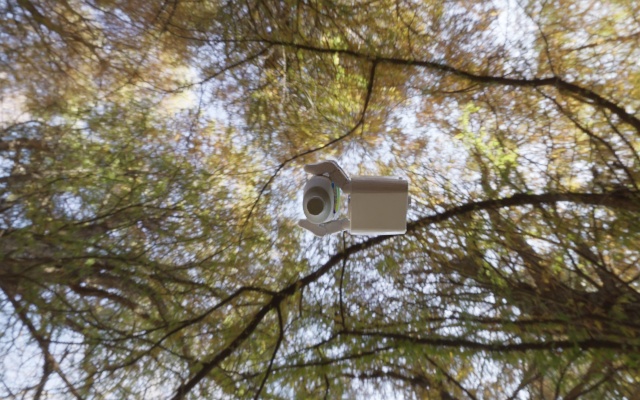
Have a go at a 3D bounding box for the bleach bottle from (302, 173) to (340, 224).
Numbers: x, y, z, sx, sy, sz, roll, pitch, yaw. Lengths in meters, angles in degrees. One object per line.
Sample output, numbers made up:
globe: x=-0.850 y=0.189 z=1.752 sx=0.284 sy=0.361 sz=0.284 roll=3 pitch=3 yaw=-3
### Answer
bleach bottle: x=0.000 y=0.003 z=0.894 sx=0.068 sy=0.102 sz=0.251 roll=0 pitch=7 yaw=4
